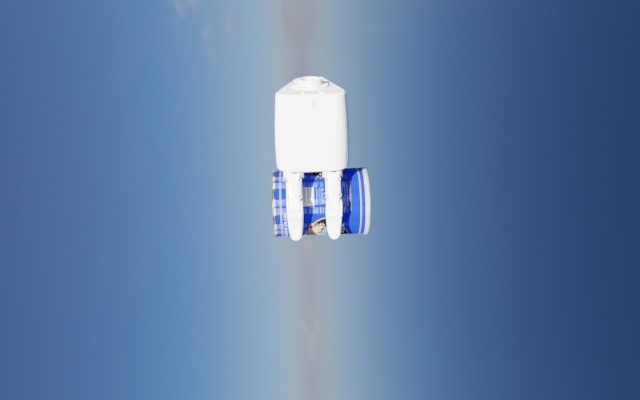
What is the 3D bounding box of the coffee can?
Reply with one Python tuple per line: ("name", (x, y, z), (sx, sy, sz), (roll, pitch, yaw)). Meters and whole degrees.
("coffee can", (0.000, 0.003, 0.728), (0.140, 0.103, 0.103), (-2, 0, -2))
